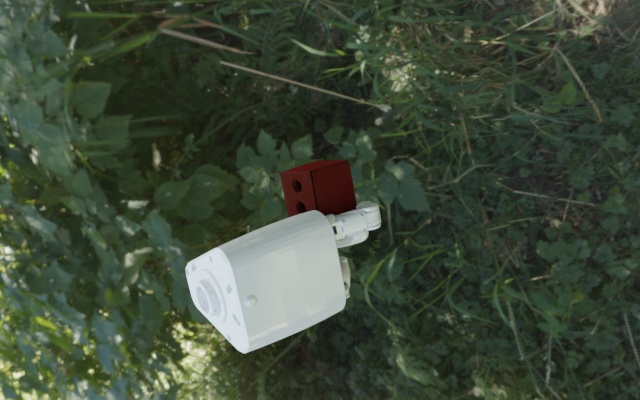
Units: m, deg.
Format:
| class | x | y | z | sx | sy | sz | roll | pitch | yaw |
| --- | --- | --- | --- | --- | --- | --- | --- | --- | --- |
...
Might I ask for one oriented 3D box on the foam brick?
| class | x | y | z | sx | sy | sz | roll | pitch | yaw |
| --- | --- | --- | --- | --- | --- | --- | --- | --- | --- |
| foam brick | 0.000 | 0.001 | 0.483 | 0.051 | 0.078 | 0.053 | -18 | 12 | -35 |
